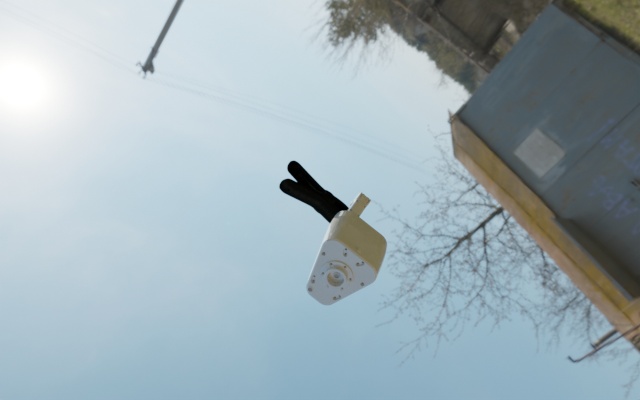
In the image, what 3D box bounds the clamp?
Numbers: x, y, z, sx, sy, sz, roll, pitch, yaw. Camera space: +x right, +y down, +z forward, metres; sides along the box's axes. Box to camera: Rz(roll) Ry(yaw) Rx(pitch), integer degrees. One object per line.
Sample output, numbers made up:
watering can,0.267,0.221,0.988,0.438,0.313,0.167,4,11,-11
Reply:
clamp,0.000,0.003,0.799,0.171,0.039,0.120,39,24,-2
